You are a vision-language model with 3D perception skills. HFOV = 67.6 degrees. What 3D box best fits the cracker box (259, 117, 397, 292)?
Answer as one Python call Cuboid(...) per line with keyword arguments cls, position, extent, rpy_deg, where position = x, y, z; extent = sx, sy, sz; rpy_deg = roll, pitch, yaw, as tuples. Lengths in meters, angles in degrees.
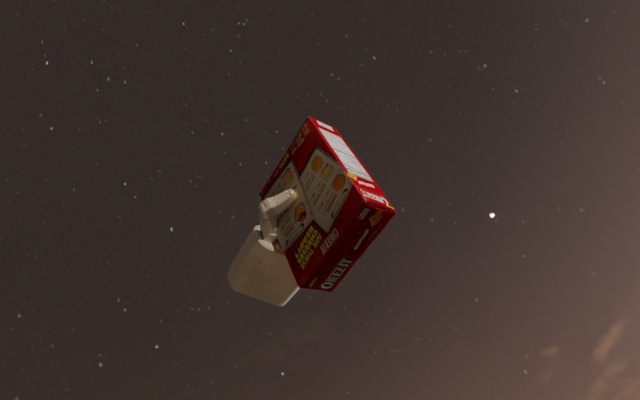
Cuboid(cls="cracker box", position=(0.000, 0.002, 0.717), extent=(0.072, 0.164, 0.213), rpy_deg=(16, 30, -37))
